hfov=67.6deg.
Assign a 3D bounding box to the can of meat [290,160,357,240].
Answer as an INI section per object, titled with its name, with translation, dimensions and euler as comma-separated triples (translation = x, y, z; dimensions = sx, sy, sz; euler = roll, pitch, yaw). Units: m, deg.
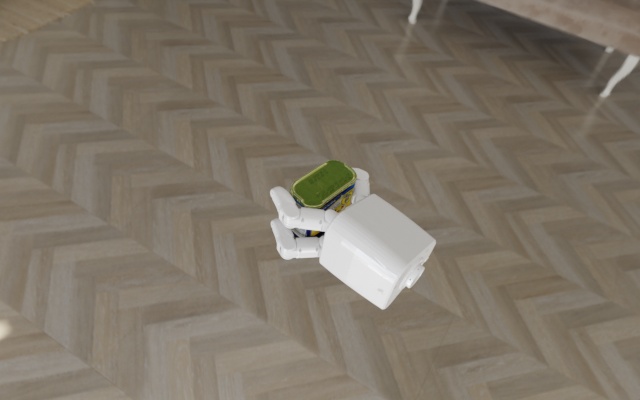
[can of meat]
translation = 0.000, 0.002, 0.654
dimensions = 0.057, 0.084, 0.102
euler = 39, 54, 22
